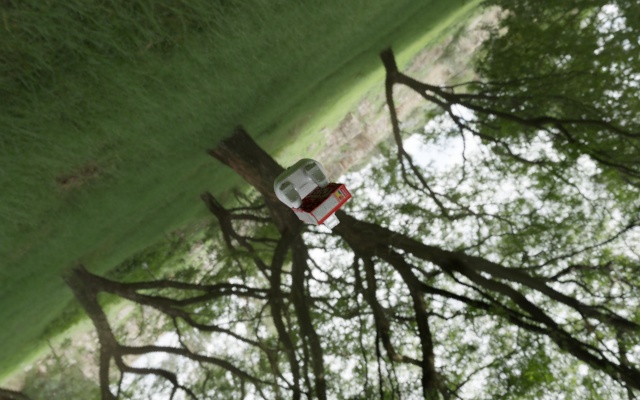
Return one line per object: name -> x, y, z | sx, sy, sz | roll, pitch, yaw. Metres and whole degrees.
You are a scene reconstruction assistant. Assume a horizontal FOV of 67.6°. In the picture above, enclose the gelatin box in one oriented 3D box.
gelatin box -> 0.001, 0.003, 0.774 | 0.073, 0.030, 0.089 | -41, 18, -14
